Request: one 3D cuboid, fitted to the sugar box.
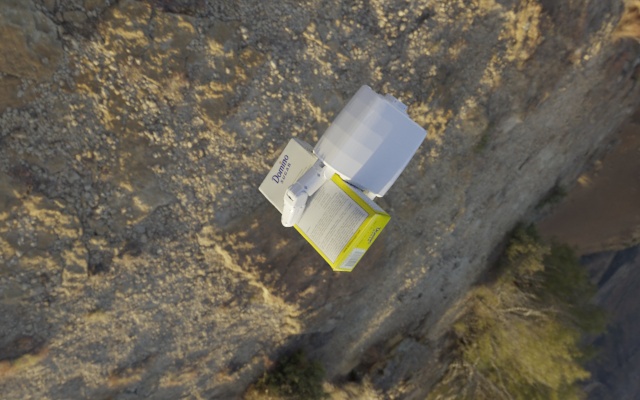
[{"bbox_3d":[0.001,0.002,0.636,0.048,0.093,0.176,16,24,-52],"label":"sugar box"}]
